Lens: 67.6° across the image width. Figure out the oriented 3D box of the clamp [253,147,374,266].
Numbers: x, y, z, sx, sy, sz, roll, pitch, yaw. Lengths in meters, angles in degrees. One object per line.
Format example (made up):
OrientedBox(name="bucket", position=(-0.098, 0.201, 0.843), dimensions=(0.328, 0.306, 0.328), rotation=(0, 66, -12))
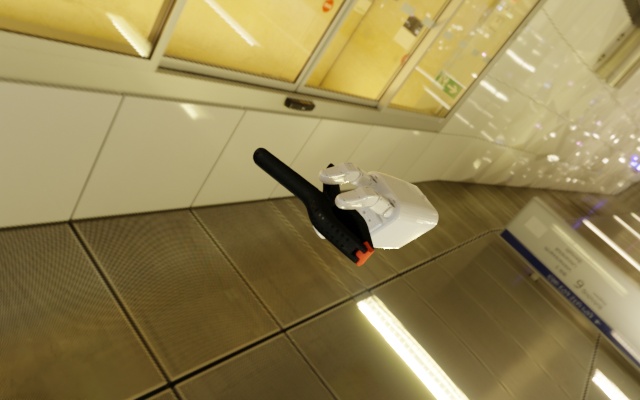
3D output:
OrientedBox(name="clamp", position=(0.000, 0.003, 0.666), dimensions=(0.164, 0.036, 0.209), rotation=(12, 35, -41))
